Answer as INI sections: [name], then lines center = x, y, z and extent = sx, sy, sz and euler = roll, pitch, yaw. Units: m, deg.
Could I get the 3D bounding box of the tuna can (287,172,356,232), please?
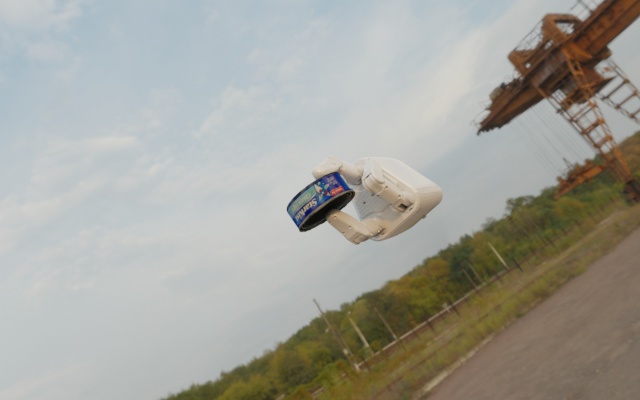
[tuna can]
center = 0.000, 0.002, 0.602
extent = 0.086, 0.033, 0.086
euler = -33, -14, -9
